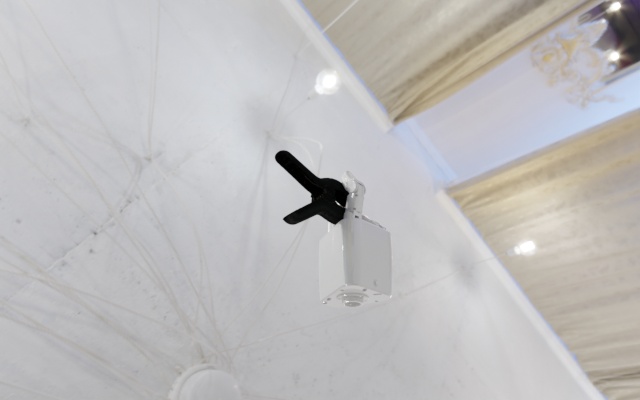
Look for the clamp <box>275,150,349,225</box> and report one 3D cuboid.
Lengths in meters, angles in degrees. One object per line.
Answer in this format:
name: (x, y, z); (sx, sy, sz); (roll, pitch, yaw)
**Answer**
clamp: (0.000, 0.003, 0.728); (0.171, 0.120, 0.039); (24, -37, -34)
